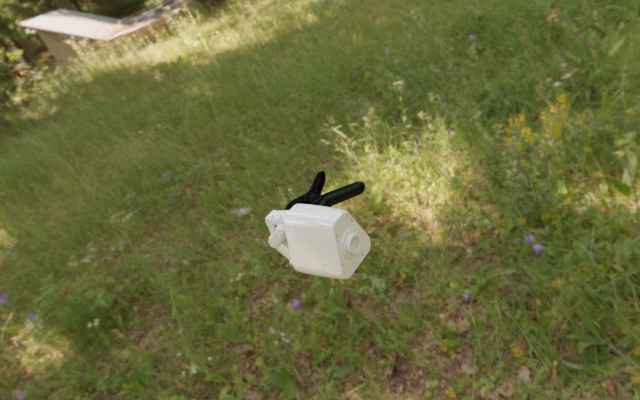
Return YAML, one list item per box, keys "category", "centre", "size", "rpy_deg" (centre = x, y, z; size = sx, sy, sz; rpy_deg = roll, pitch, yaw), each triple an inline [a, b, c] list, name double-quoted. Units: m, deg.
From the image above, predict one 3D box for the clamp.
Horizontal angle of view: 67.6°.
- category: "clamp"
  centre: [0.000, 0.002, 0.884]
  size: [0.120, 0.039, 0.171]
  rpy_deg: [5, 41, 41]
